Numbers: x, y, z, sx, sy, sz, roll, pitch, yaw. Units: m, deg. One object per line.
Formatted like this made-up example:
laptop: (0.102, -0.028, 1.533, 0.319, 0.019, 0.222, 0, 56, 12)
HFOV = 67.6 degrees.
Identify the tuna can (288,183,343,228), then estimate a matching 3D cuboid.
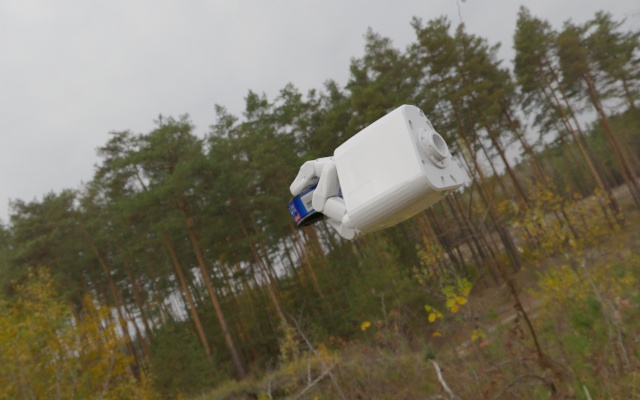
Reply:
tuna can: (0.000, 0.002, 0.650, 0.086, 0.033, 0.086, -27, -11, -6)
